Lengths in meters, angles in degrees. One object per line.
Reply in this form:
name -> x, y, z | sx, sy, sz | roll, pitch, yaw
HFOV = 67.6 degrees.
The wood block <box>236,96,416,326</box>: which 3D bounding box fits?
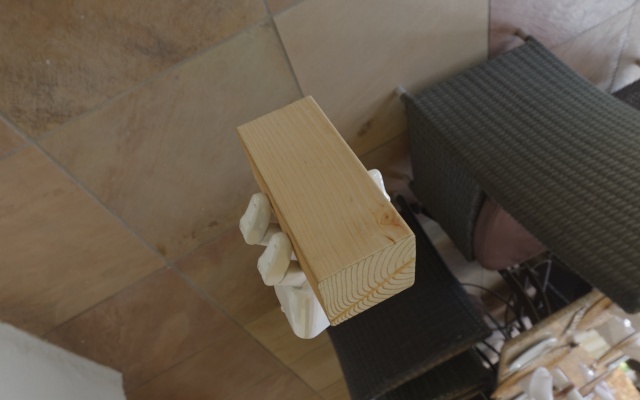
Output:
wood block -> 0.000, 0.002, 0.472 | 0.091, 0.206, 0.090 | -25, -37, -9
